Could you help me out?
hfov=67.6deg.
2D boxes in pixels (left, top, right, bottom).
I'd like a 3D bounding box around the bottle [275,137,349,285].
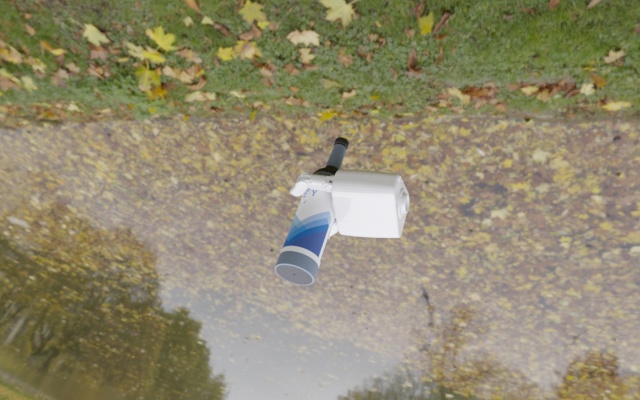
[{"bbox_3d":[0.000,0.003,0.838,0.069,0.295,0.069,14,-34,9],"label":"bottle"}]
